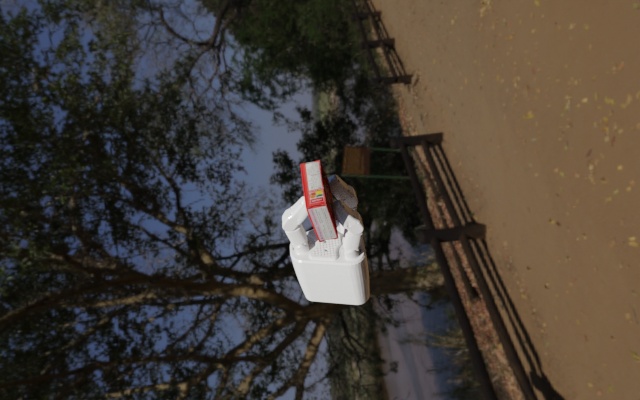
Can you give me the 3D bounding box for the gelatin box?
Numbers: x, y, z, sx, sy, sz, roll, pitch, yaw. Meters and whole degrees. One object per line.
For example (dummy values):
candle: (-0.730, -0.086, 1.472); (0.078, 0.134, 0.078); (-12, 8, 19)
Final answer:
gelatin box: (0.000, 0.002, 0.635); (0.030, 0.073, 0.089); (-12, -36, 6)
